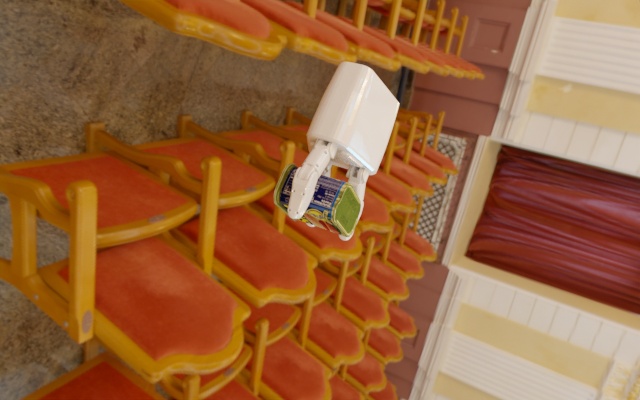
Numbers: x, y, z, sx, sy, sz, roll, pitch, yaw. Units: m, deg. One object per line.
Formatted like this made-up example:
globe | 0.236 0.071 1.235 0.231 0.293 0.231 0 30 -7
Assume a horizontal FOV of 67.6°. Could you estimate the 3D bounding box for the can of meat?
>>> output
can of meat | 0.000 0.002 0.612 0.084 0.057 0.102 18 -14 21
